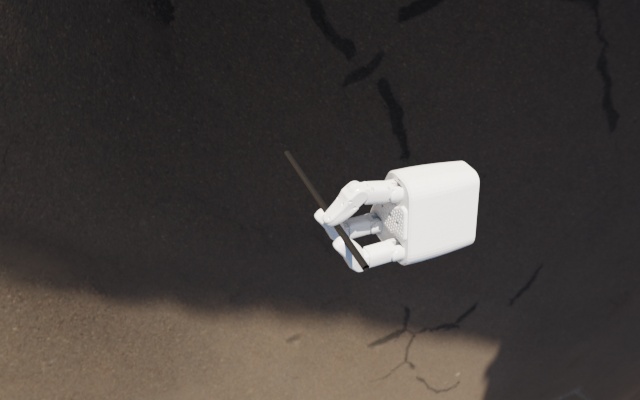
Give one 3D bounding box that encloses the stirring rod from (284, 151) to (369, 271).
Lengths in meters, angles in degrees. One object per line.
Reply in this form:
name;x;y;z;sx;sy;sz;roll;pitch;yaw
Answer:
stirring rod;0.000;0.002;0.585;0.011;0.011;0.239;0;35;-29
